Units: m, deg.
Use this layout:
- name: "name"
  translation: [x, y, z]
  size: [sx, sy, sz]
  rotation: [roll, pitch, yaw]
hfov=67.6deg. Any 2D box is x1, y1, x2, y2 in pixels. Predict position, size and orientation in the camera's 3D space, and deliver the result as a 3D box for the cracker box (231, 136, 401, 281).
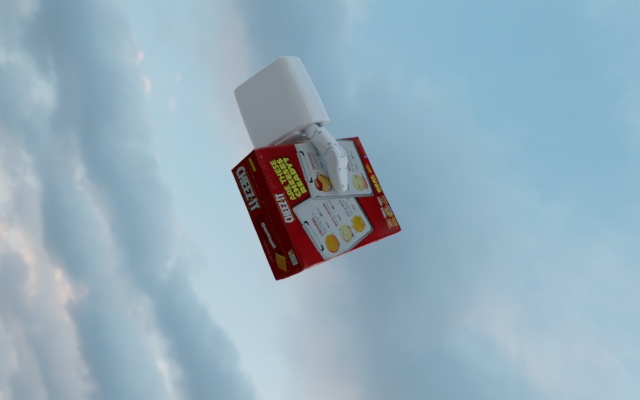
- name: "cracker box"
  translation: [0.000, 0.002, 0.676]
  size: [0.213, 0.164, 0.072]
  rotation: [-15, -12, -45]
